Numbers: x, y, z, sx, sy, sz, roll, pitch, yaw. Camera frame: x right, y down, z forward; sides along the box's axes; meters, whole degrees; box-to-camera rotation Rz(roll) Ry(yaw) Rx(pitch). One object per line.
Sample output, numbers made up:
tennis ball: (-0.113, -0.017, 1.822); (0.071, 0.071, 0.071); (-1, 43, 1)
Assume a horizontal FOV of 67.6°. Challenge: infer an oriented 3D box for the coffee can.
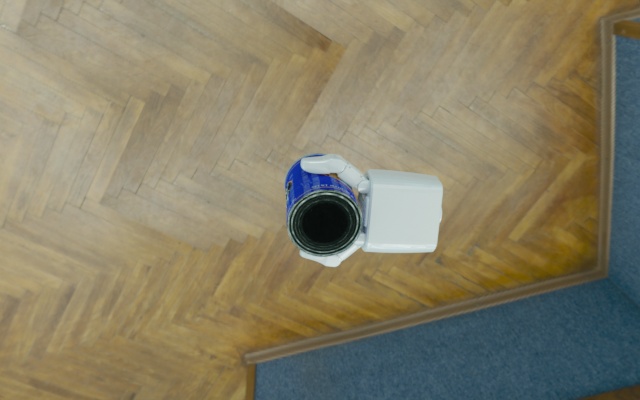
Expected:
coffee can: (0.000, 0.002, 0.698); (0.103, 0.103, 0.140); (0, 26, -5)
